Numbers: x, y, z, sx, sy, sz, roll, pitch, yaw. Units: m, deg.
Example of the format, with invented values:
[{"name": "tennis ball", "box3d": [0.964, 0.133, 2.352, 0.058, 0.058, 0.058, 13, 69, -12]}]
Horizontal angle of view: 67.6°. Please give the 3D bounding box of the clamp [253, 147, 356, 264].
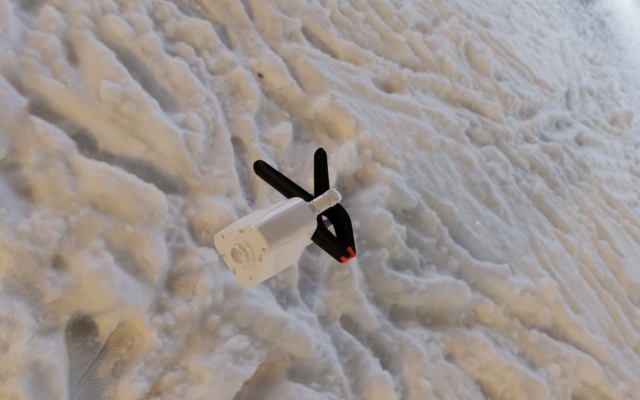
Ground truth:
[{"name": "clamp", "box3d": [0.001, 0.003, 0.787, 0.164, 0.210, 0.036, -29, -8, -48]}]
